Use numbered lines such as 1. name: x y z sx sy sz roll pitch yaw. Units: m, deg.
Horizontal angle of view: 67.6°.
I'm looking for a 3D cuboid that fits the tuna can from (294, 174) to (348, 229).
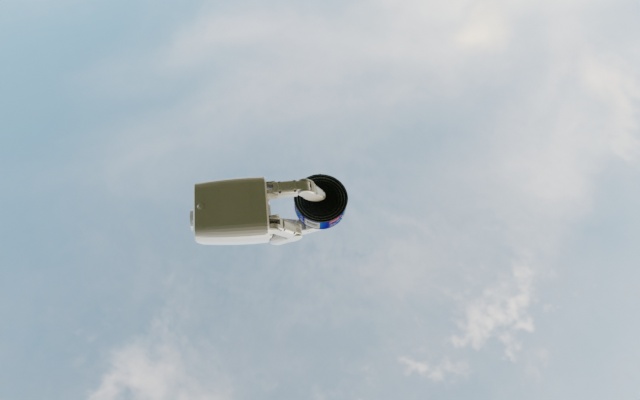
1. tuna can: 0.000 0.003 0.767 0.086 0.086 0.034 0 -27 -2
